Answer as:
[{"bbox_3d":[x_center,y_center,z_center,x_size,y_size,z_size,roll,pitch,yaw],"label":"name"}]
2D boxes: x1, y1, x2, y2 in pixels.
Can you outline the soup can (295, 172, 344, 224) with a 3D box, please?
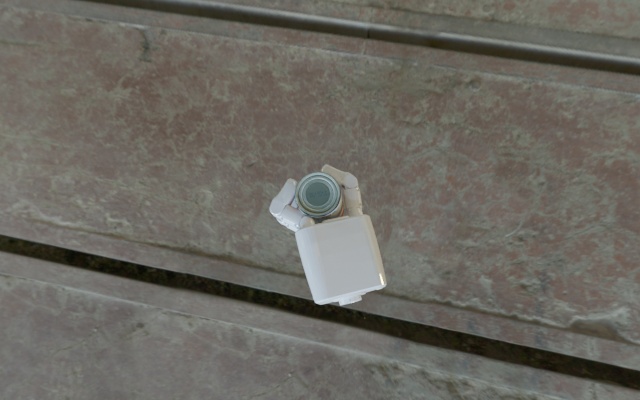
[{"bbox_3d":[0.000,0.002,0.722,0.068,0.068,0.102,0,-14,5],"label":"soup can"}]
